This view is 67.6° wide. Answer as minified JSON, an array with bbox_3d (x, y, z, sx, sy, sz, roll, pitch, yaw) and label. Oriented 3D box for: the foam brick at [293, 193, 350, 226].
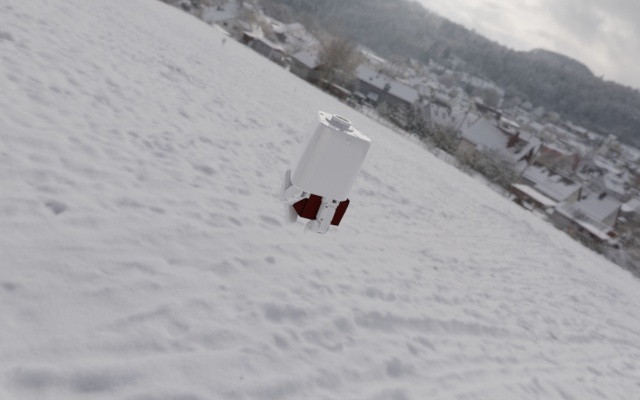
[{"bbox_3d":[0.000,0.003,0.801,0.078,0.051,0.053,15,21,-28],"label":"foam brick"}]
